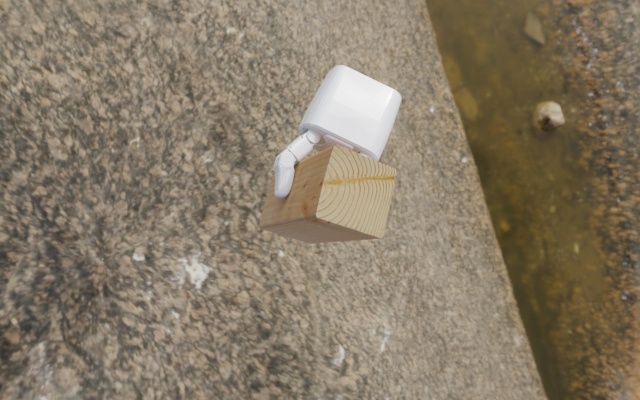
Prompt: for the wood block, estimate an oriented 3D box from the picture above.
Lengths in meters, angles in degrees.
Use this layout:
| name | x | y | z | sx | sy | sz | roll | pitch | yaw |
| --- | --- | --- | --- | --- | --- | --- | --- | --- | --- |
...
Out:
| name | x | y | z | sx | sy | sz | roll | pitch | yaw |
| --- | --- | --- | --- | --- | --- | --- | --- | --- | --- |
| wood block | 0.000 | 0.002 | 0.636 | 0.091 | 0.090 | 0.206 | 20 | -14 | -21 |
